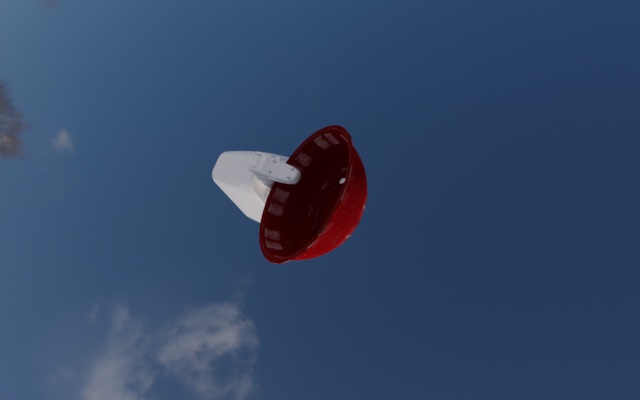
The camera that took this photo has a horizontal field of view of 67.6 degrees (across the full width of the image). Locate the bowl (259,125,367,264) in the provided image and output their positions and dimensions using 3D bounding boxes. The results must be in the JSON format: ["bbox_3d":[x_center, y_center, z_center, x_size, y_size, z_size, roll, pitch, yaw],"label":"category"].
[{"bbox_3d":[0.001,0.002,0.517,0.055,0.162,0.162,29,-14,-28],"label":"bowl"}]
